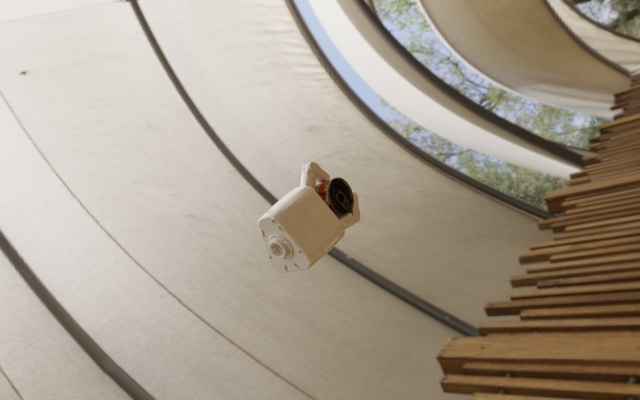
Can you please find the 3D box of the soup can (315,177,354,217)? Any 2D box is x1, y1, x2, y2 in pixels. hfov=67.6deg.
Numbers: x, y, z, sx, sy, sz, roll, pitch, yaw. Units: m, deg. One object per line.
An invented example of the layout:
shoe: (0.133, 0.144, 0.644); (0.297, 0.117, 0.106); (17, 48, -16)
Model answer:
soup can: (0.000, 0.003, 0.865); (0.102, 0.068, 0.068); (-16, -11, 41)
